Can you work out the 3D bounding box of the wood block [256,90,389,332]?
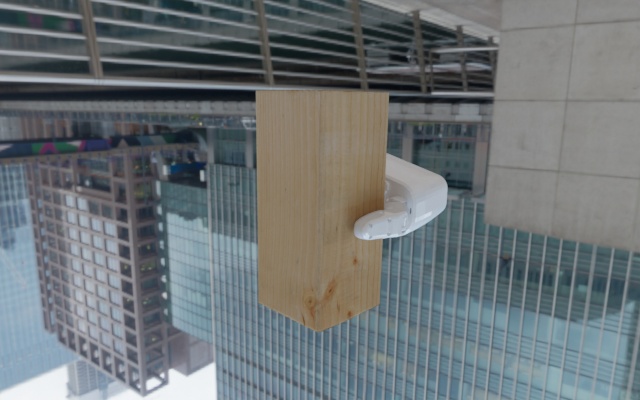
[{"bbox_3d":[0.001,0.002,0.452,0.090,0.206,0.091,-11,17,-44],"label":"wood block"}]
